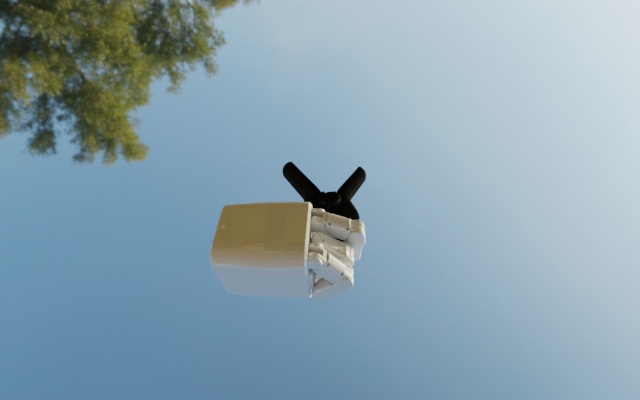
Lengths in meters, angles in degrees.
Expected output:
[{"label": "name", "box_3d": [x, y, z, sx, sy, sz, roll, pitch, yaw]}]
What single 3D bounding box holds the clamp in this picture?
[{"label": "clamp", "box_3d": [0.000, 0.003, 0.641, 0.120, 0.039, 0.171, 4, 38, 3]}]
